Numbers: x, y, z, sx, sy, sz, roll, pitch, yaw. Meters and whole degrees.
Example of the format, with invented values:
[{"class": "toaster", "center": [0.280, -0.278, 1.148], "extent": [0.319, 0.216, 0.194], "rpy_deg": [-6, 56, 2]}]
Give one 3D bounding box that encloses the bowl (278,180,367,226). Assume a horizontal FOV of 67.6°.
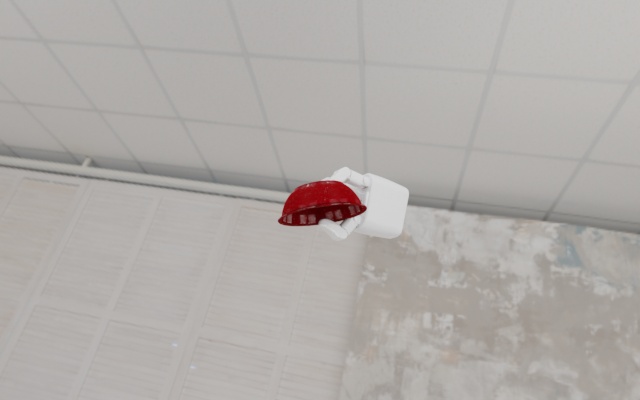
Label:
[{"class": "bowl", "center": [-0.001, 0.002, 0.859], "extent": [0.162, 0.055, 0.162], "rpy_deg": [-8, -13, -2]}]
